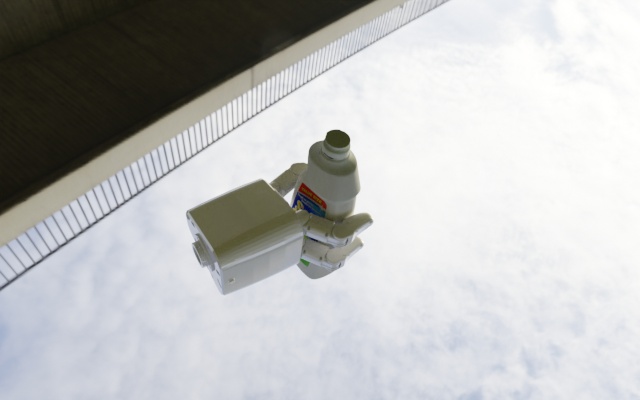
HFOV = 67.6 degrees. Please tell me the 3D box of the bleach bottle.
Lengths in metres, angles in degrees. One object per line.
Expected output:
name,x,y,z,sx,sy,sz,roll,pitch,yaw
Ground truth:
bleach bottle,0.000,0.002,0.616,0.068,0.102,0.251,-25,-30,-24
